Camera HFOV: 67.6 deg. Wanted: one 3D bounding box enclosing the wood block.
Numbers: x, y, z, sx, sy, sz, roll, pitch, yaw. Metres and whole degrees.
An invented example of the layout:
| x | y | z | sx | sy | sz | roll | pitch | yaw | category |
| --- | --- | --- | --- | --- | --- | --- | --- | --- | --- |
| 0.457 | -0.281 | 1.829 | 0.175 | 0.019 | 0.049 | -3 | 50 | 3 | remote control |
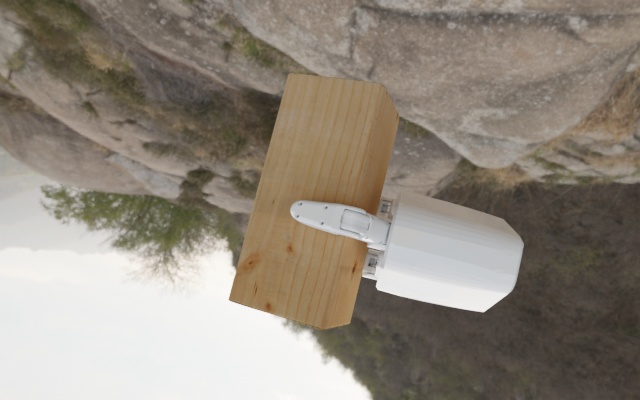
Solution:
| x | y | z | sx | sy | sz | roll | pitch | yaw | category |
| --- | --- | --- | --- | --- | --- | --- | --- | --- | --- |
| 0.000 | 0.002 | 0.437 | 0.090 | 0.206 | 0.091 | 12 | -6 | 20 | wood block |
